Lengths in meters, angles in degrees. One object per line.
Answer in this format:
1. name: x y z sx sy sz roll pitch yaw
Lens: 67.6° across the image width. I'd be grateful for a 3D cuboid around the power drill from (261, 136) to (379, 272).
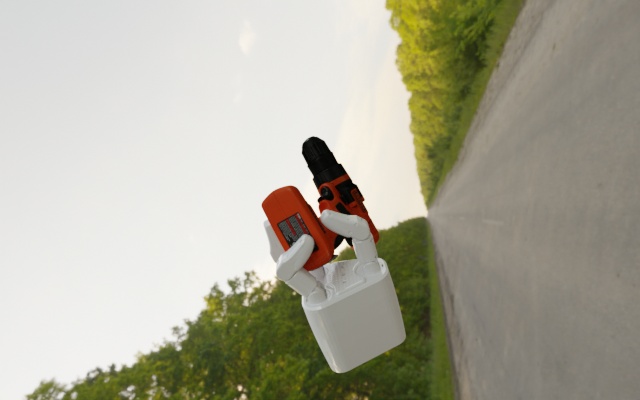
1. power drill: 0.000 0.002 0.637 0.057 0.184 0.187 -32 -2 28
